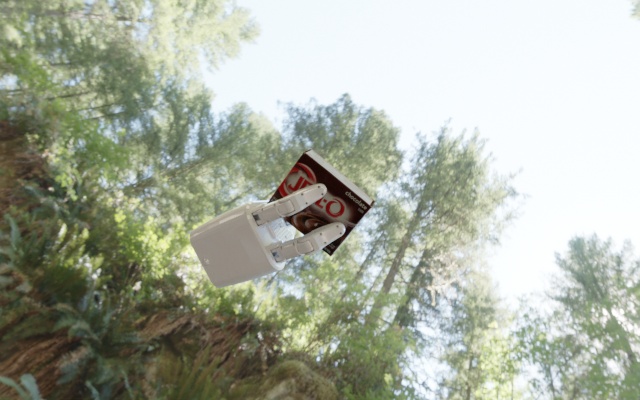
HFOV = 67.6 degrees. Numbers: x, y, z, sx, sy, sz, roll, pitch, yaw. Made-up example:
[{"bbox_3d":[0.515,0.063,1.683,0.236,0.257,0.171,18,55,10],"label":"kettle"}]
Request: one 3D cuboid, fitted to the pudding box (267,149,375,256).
[{"bbox_3d":[0.000,0.002,0.624,0.113,0.090,0.039,38,22,2],"label":"pudding box"}]
